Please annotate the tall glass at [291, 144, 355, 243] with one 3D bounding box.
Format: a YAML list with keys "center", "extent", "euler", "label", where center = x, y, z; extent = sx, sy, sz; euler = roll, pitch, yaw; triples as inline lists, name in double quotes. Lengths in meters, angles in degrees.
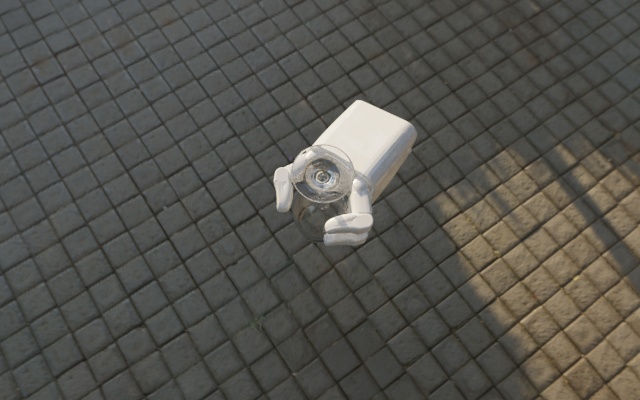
- center: [0.000, 0.002, 0.646]
  extent: [0.079, 0.079, 0.201]
  euler: [0, -21, -2]
  label: "tall glass"
